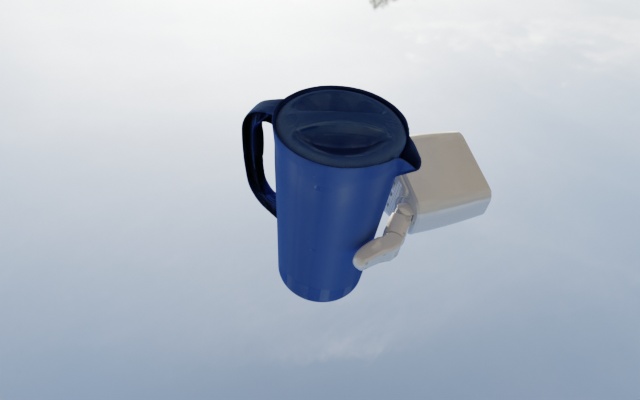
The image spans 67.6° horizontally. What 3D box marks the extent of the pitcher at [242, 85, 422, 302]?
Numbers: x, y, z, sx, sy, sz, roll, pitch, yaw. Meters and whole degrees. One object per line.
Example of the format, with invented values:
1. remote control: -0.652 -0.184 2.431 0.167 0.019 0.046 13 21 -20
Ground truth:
1. pitcher: 0.000 0.002 0.538 0.145 0.243 0.149 -13 48 -20
